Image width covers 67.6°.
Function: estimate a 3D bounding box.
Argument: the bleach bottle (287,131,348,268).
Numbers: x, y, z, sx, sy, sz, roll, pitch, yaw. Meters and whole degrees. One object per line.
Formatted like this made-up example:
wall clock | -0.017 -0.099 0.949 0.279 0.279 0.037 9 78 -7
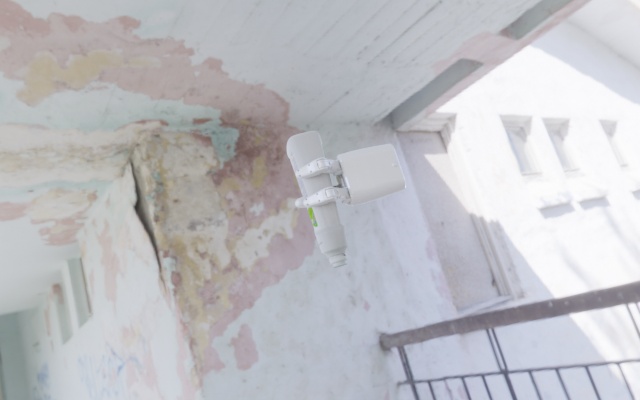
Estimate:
bleach bottle | 0.000 0.003 0.893 0.068 0.250 0.102 -15 -13 -6
